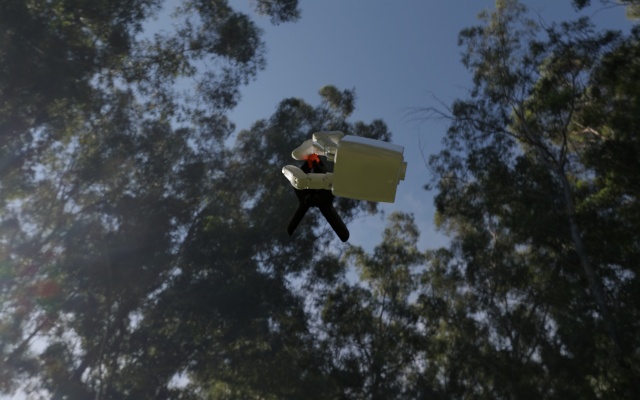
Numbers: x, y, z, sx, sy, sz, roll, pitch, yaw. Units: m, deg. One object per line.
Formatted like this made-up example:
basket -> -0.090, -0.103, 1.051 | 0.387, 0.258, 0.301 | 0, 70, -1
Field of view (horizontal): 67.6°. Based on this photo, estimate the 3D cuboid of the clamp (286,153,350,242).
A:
clamp -> 0.000, 0.002, 0.852 | 0.120, 0.172, 0.039 | 10, 32, 7
